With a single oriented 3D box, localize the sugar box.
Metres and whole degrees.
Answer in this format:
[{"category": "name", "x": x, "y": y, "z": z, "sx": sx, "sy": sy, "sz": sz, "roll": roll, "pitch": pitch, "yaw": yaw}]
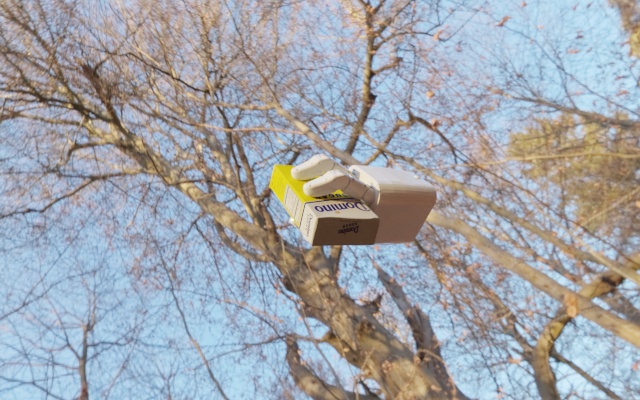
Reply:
[{"category": "sugar box", "x": 0.000, "y": 0.002, "z": 0.661, "sx": 0.093, "sy": 0.048, "sz": 0.176, "roll": 2, "pitch": 22, "yaw": -26}]
